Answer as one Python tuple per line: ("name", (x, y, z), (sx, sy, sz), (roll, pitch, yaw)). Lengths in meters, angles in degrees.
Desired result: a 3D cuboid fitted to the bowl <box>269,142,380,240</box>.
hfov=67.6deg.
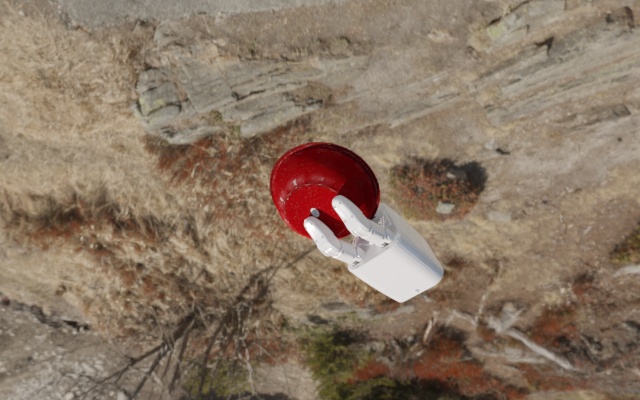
("bowl", (-0.001, 0.002, 0.665), (0.162, 0.162, 0.055), (0, 33, 13))
